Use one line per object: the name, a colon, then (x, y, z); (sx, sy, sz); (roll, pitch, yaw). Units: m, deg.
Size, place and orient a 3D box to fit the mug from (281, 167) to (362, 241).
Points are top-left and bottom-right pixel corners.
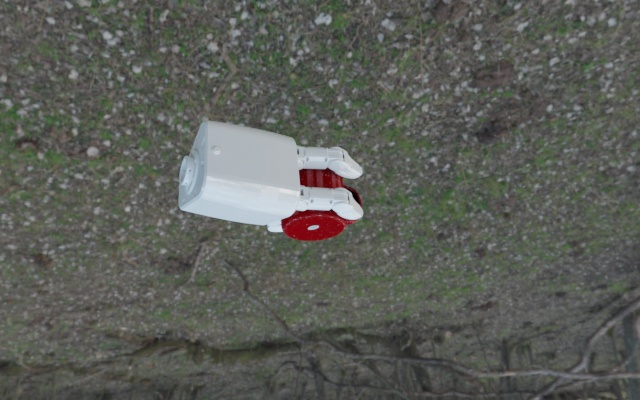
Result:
mug: (0.001, 0.002, 0.611); (0.117, 0.081, 0.093); (10, -30, -26)
